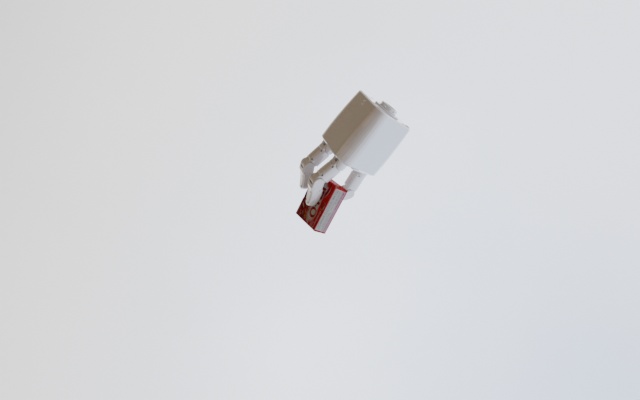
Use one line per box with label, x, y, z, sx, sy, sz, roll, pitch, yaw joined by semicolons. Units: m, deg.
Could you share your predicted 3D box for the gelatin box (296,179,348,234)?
gelatin box;0.000;0.003;0.843;0.030;0.089;0.073;20;12;-36
